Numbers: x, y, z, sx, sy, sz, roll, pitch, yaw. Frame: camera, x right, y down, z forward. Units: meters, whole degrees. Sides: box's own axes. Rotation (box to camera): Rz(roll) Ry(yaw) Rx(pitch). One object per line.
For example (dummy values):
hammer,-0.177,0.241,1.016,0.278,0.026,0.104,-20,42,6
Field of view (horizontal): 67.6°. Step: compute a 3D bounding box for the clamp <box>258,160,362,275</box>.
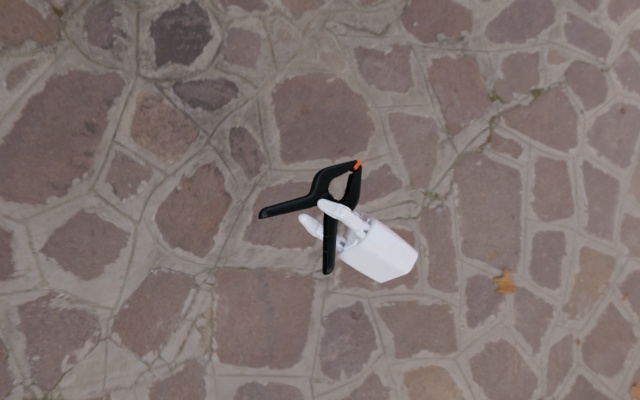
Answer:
clamp,0.001,0.002,0.847,0.164,0.210,0.036,35,-18,-15
